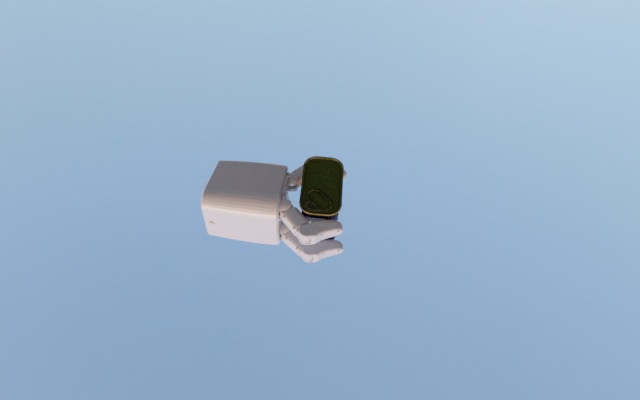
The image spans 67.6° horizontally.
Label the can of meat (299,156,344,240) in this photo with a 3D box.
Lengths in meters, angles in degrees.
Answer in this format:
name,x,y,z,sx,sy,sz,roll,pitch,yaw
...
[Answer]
name,x,y,z,sx,sy,sz,roll,pitch,yaw
can of meat,0.000,0.002,0.688,0.057,0.102,0.084,5,-37,0
